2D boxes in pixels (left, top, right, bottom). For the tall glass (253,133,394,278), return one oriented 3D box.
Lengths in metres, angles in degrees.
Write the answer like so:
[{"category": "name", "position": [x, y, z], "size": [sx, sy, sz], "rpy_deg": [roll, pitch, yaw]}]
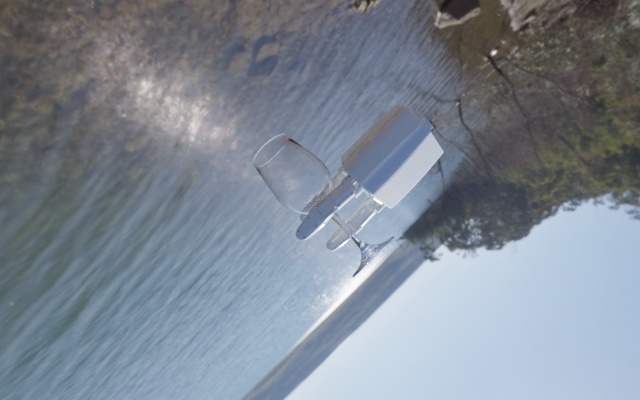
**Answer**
[{"category": "tall glass", "position": [0.000, 0.003, 0.625], "size": [0.079, 0.201, 0.079], "rpy_deg": [-43, -10, -10]}]
